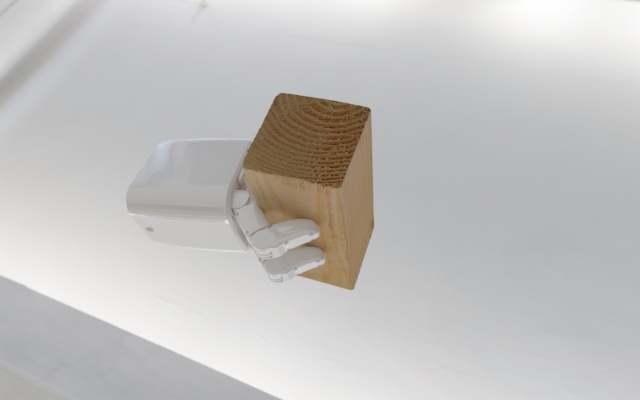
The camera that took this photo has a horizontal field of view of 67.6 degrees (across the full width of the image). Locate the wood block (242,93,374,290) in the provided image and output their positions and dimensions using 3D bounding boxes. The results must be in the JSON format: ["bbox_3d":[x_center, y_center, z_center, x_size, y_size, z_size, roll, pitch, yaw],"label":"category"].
[{"bbox_3d":[0.000,0.001,0.486,0.090,0.090,0.206,13,-30,15],"label":"wood block"}]
